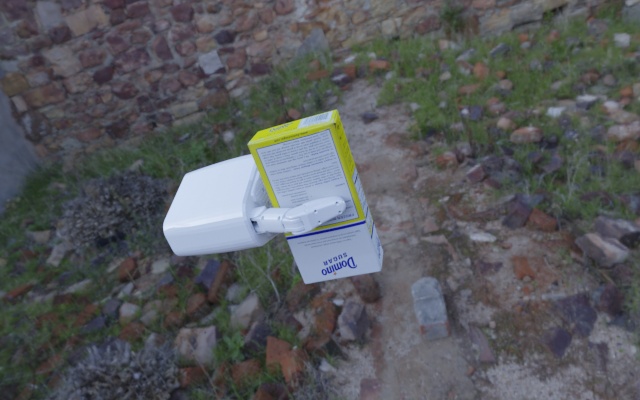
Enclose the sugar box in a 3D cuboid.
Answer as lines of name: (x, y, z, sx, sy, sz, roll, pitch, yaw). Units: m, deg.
sugar box: (0.000, 0.001, 0.511, 0.093, 0.176, 0.048, -12, 27, 16)
